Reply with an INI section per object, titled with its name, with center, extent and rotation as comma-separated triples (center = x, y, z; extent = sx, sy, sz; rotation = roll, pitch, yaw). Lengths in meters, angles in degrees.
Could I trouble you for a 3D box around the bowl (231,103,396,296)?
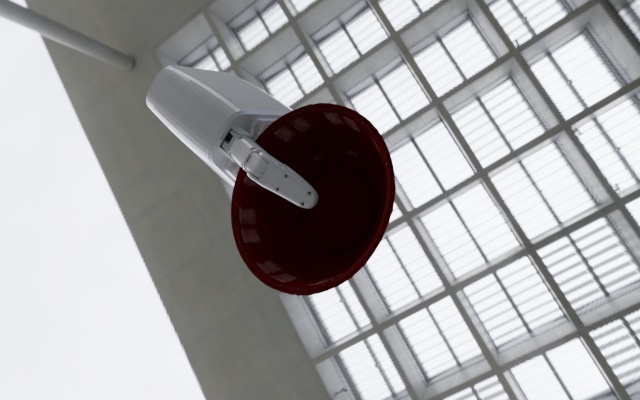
[bowl]
center = 0.001, 0.002, 0.414
extent = 0.162, 0.162, 0.055
rotation = 0, -12, 33
